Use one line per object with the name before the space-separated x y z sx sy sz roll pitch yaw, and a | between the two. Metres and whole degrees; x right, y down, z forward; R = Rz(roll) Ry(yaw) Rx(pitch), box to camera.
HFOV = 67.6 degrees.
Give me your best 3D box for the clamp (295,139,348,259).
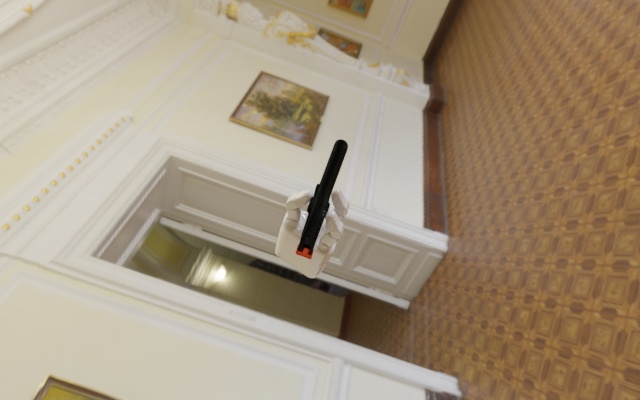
clamp | -0.001 0.003 0.842 0.036 0.209 0.165 19 -40 -3
